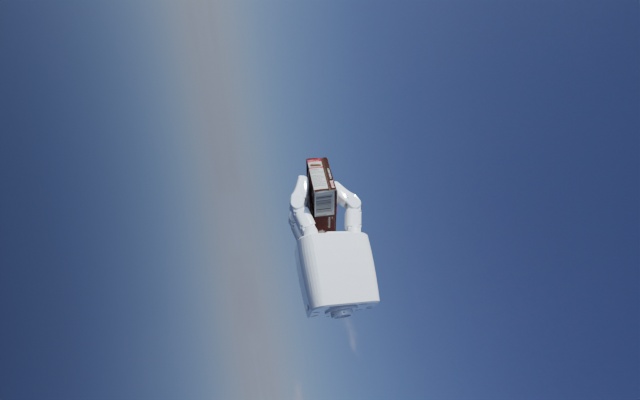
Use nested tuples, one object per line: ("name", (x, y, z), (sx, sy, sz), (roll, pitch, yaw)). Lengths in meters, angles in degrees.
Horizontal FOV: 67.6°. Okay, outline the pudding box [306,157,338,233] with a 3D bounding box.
("pudding box", (0.000, 0.002, 0.753), (0.039, 0.114, 0.090), (-4, 39, -9))
